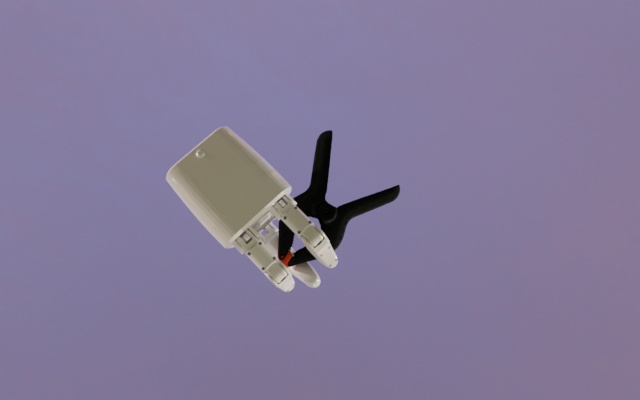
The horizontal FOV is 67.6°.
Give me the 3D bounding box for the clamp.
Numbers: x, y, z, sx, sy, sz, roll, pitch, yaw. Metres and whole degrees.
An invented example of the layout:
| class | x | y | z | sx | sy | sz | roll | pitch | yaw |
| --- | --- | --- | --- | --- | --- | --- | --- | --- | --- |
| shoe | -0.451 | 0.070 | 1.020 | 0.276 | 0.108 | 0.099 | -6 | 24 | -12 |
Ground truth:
| class | x | y | z | sx | sy | sz | roll | pitch | yaw |
| --- | --- | --- | --- | --- | --- | --- | --- | --- | --- |
| clamp | 0.000 | 0.002 | 0.573 | 0.171 | 0.120 | 0.039 | -43 | -5 | -12 |
